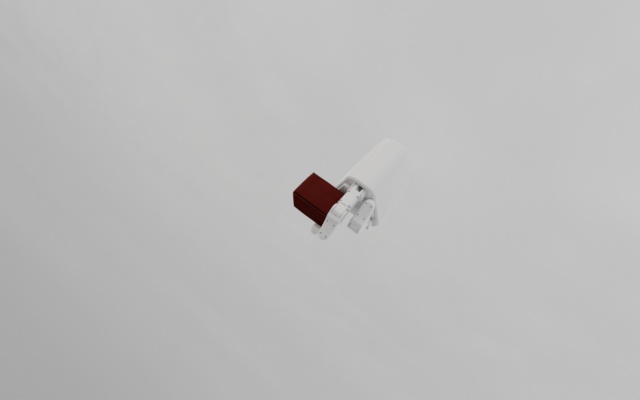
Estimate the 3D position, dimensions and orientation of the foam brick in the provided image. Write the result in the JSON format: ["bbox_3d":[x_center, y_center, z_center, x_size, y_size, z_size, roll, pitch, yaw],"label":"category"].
[{"bbox_3d":[0.000,0.002,0.782,0.078,0.051,0.053,36,-23,13],"label":"foam brick"}]
